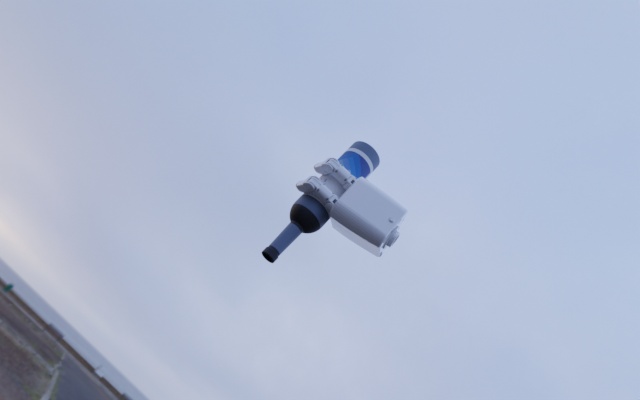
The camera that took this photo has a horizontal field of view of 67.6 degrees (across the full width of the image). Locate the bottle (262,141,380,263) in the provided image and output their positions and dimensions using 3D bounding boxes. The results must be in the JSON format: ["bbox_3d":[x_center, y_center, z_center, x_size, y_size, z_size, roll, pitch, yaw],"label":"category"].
[{"bbox_3d":[0.000,0.003,0.875,0.069,0.069,0.295,0,39,52],"label":"bottle"}]
